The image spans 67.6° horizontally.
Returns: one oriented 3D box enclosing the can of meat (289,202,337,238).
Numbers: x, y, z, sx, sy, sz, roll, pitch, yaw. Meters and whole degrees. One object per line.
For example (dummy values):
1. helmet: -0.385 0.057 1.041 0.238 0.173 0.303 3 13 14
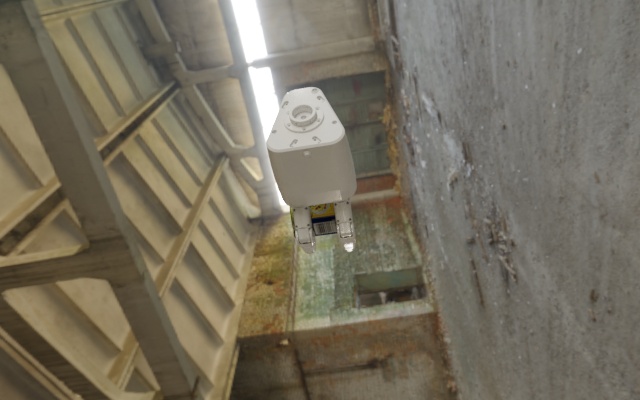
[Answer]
1. can of meat: 0.000 0.002 0.684 0.084 0.102 0.057 -8 -34 4
